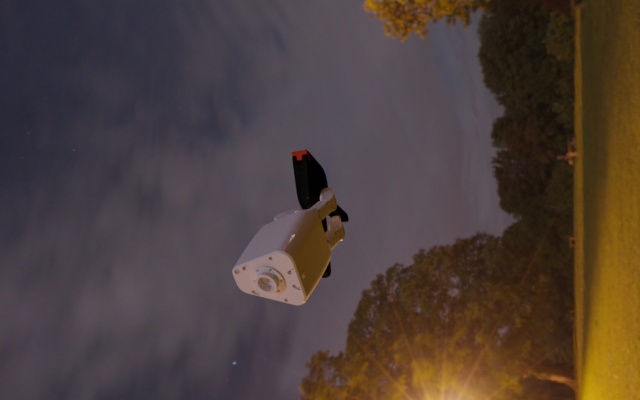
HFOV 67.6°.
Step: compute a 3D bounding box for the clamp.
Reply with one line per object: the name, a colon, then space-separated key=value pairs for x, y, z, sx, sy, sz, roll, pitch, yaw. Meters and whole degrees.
clamp: x=-0.001 y=0.002 z=0.819 sx=0.036 sy=0.210 sz=0.164 roll=-7 pitch=26 yaw=21
